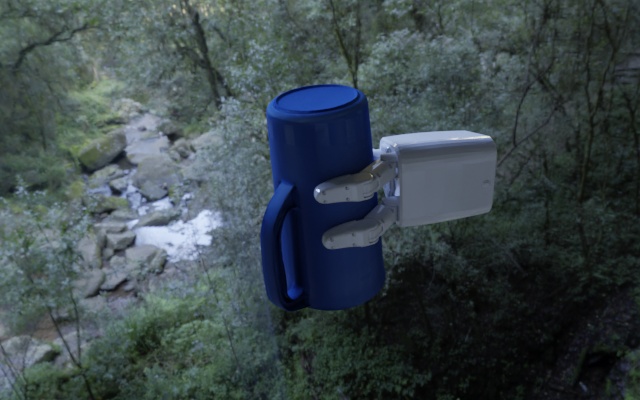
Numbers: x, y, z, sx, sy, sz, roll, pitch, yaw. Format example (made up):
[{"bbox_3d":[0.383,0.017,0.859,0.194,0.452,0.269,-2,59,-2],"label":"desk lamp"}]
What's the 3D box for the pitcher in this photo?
[{"bbox_3d":[0.000,0.002,0.549,0.145,0.243,0.149,-7,29,-1],"label":"pitcher"}]
